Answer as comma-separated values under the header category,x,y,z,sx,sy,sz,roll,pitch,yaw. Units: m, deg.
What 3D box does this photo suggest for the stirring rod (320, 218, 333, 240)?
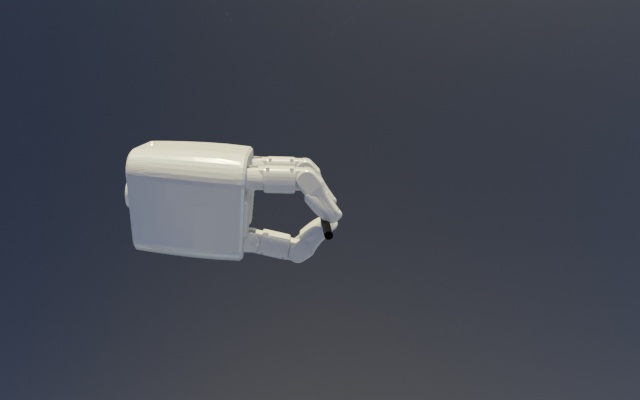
category,x,y,z,sx,sy,sz,roll,pitch,yaw
stirring rod,0.000,0.002,0.537,0.011,0.011,0.239,0,14,-4
